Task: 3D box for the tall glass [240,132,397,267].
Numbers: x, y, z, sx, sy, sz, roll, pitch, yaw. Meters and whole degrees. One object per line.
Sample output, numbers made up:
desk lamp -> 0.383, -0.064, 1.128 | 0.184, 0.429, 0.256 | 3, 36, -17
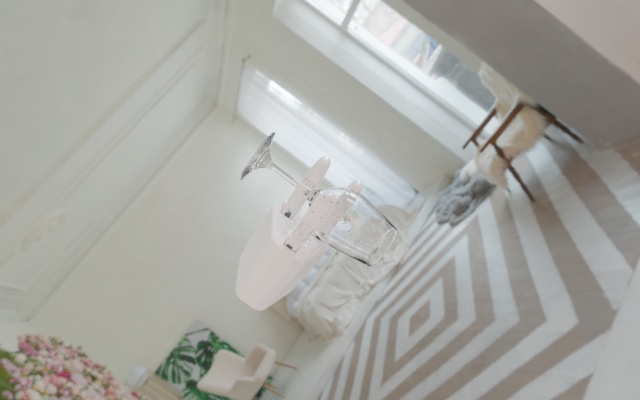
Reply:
tall glass -> 0.000, 0.002, 0.610 | 0.201, 0.079, 0.079 | 36, -2, -3
